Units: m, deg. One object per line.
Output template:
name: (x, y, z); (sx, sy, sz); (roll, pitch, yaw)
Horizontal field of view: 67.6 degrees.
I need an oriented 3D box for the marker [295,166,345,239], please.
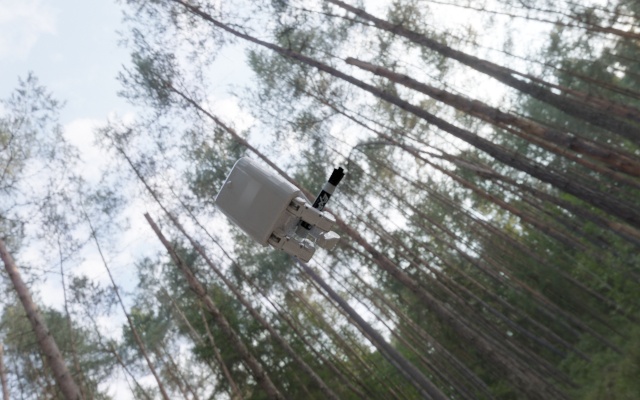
marker: (0.000, 0.002, 0.717); (0.020, 0.121, 0.020); (31, 8, -5)
